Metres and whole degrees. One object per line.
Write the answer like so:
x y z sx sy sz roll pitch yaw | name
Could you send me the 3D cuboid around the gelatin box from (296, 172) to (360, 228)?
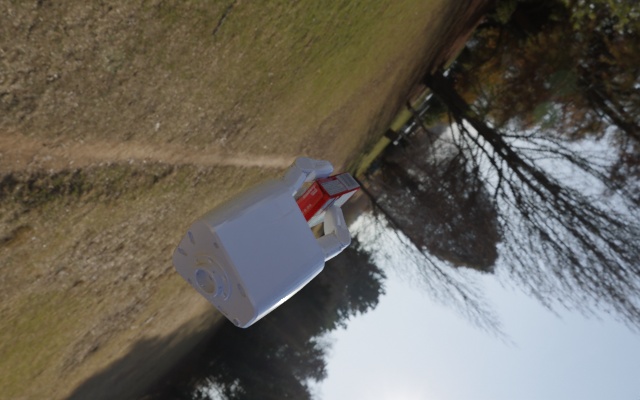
0.001 0.002 0.590 0.073 0.030 0.089 -45 -13 28 | gelatin box
